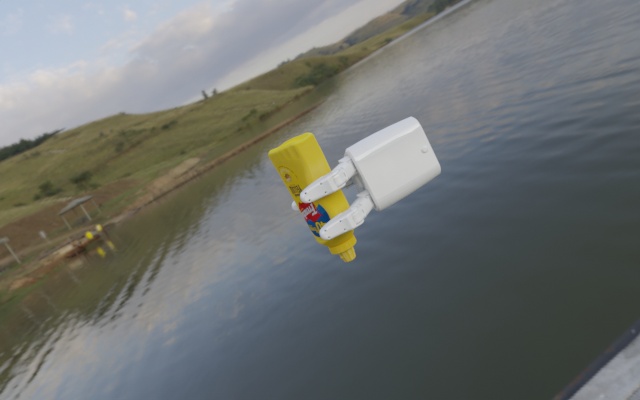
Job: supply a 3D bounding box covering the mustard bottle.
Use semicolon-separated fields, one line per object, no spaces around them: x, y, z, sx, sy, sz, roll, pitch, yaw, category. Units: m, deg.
0.000;0.002;0.674;0.058;0.192;0.096;-34;13;-26;mustard bottle
